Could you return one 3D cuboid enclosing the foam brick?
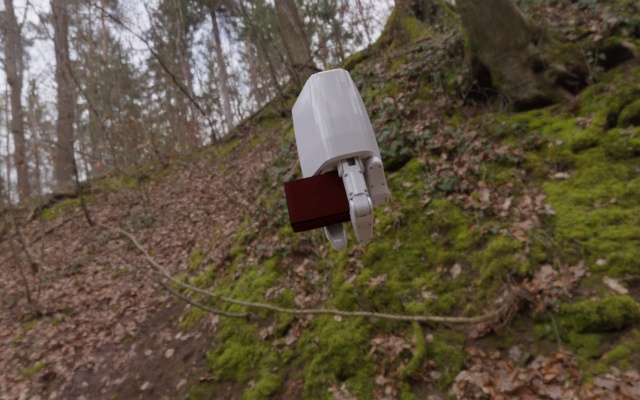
[{"bbox_3d":[0.000,0.002,0.551,0.078,0.051,0.053,-12,-12,-4],"label":"foam brick"}]
